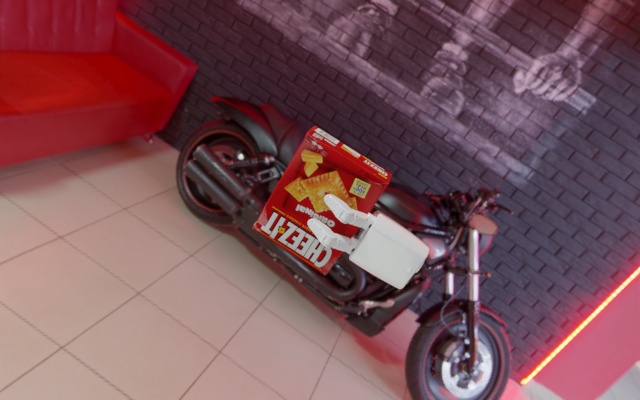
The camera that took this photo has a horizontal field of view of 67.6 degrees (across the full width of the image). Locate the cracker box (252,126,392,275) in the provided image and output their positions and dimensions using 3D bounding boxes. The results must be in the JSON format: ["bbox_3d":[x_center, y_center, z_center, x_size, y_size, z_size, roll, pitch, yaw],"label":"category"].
[{"bbox_3d":[0.000,0.003,0.852,0.164,0.214,0.072,33,22,2],"label":"cracker box"}]
